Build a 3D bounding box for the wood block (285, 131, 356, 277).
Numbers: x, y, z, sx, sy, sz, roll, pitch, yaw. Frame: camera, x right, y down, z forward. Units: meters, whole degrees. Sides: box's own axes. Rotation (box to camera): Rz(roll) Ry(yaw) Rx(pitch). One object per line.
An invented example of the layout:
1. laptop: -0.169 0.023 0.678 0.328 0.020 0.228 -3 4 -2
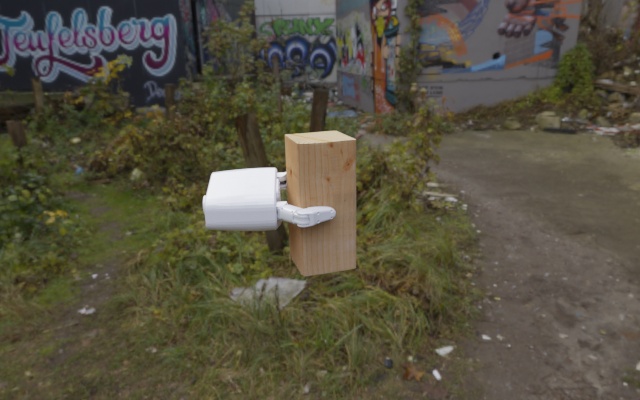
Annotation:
1. wood block: 0.000 0.002 0.750 0.090 0.206 0.090 -7 18 -16
